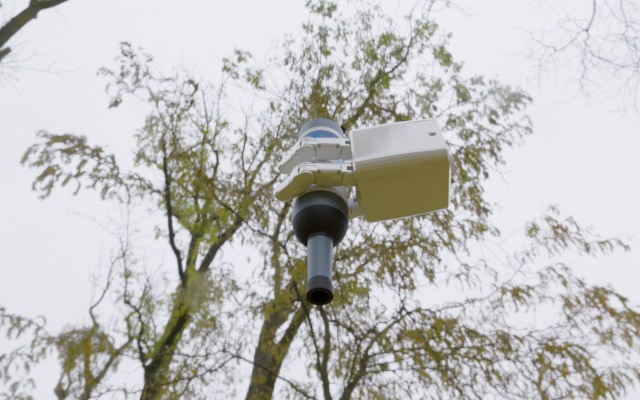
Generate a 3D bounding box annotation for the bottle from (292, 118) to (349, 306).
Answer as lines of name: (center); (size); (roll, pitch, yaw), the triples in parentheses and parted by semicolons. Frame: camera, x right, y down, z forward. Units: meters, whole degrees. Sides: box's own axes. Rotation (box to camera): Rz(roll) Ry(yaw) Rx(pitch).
bottle: (0.000, 0.002, 0.582); (0.069, 0.069, 0.295); (0, 39, 0)
